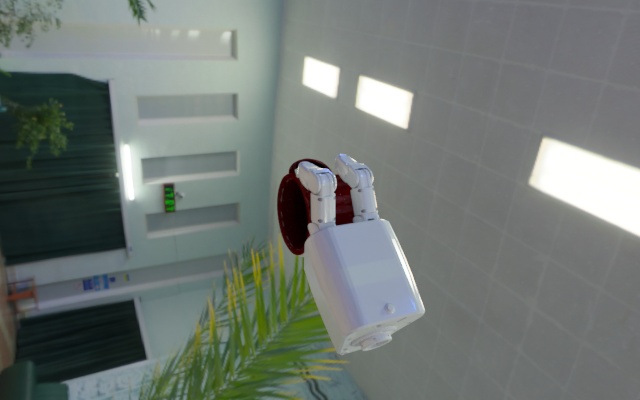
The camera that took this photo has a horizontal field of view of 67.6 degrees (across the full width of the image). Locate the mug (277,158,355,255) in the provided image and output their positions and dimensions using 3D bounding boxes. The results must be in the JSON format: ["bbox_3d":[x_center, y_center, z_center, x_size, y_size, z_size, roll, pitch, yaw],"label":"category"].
[{"bbox_3d":[0.000,0.001,0.562,0.081,0.117,0.093,-7,-29,-26],"label":"mug"}]
